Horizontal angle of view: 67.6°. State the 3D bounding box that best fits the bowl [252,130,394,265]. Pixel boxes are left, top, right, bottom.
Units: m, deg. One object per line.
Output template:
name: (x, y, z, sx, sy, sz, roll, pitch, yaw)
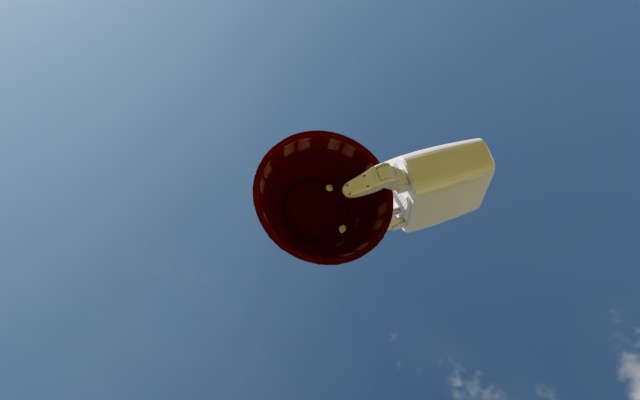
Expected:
bowl: (-0.001, 0.002, 0.557, 0.162, 0.162, 0.055, 0, -20, -13)
